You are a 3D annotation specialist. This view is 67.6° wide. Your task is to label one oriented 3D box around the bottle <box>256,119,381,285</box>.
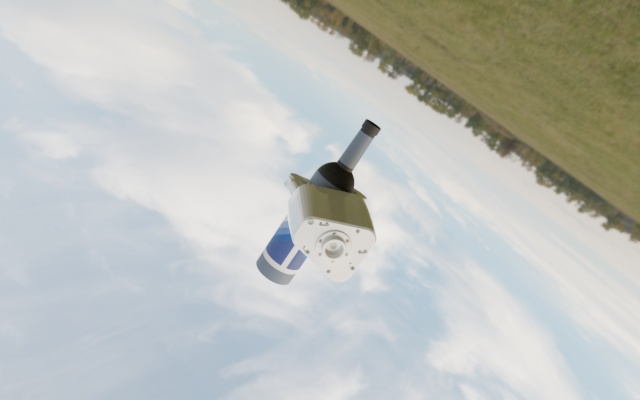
[{"bbox_3d":[0.000,0.003,0.751,0.069,0.296,0.069,31,18,-11],"label":"bottle"}]
